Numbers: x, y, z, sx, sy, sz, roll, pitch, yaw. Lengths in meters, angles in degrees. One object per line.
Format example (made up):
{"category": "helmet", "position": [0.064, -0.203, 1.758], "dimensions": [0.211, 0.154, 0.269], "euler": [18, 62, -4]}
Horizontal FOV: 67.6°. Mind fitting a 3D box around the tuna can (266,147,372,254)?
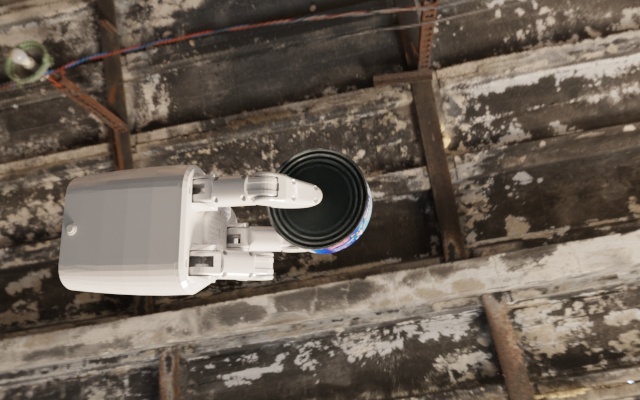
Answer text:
{"category": "tuna can", "position": [0.000, 0.001, 0.403], "dimensions": [0.086, 0.086, 0.034], "euler": [0, -14, 14]}
